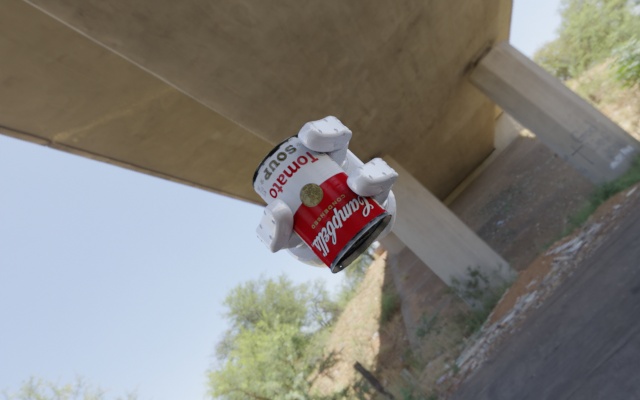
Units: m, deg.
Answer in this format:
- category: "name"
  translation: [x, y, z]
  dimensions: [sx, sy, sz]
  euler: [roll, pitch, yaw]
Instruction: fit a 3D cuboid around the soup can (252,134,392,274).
- category: "soup can"
  translation: [0.000, 0.001, 0.401]
  dimensions: [0.102, 0.068, 0.068]
  euler: [45, 15, 16]
